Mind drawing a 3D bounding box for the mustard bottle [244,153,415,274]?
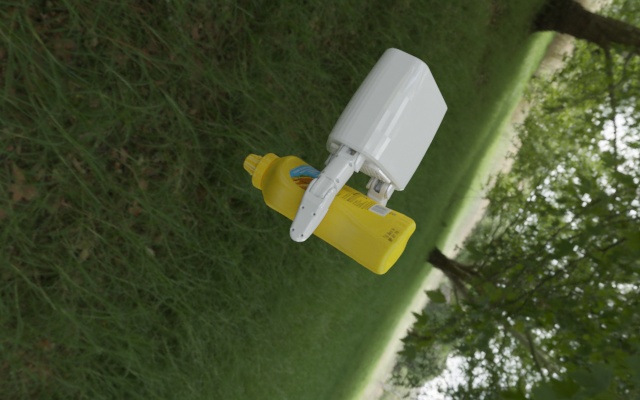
[{"bbox_3d":[0.000,0.002,0.498,0.191,0.058,0.096,30,21,16],"label":"mustard bottle"}]
